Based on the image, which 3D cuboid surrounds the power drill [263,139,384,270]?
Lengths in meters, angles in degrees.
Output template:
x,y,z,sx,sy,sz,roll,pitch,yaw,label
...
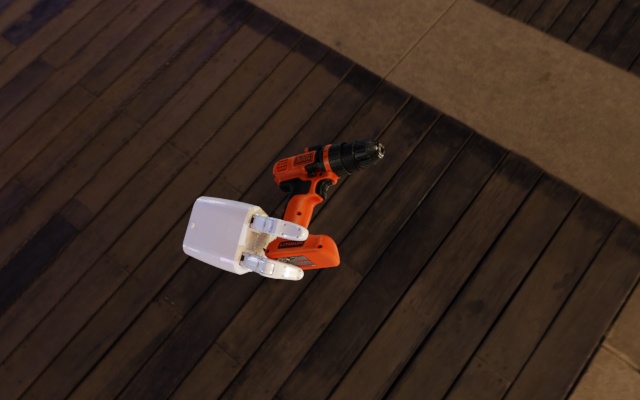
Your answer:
x,y,z,sx,sy,sz,roll,pitch,yaw,label
0.000,0.003,0.682,0.184,0.187,0.057,-12,-38,33,power drill
